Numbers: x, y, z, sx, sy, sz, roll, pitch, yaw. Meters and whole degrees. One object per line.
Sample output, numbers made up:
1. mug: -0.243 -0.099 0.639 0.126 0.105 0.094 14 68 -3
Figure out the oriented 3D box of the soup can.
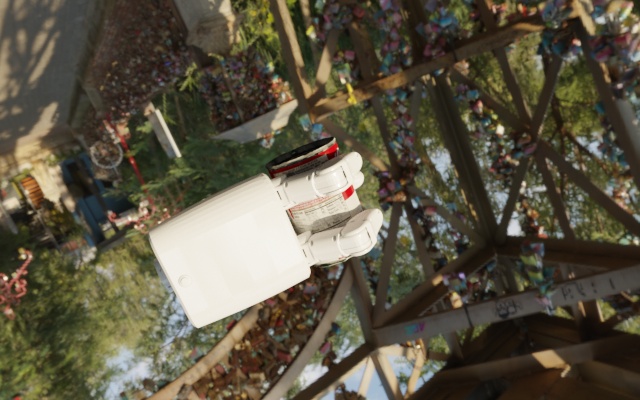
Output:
1. soup can: 0.001 0.001 0.441 0.068 0.102 0.068 -21 14 5
